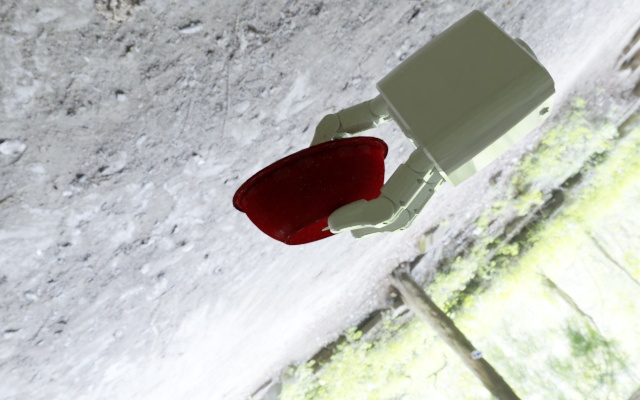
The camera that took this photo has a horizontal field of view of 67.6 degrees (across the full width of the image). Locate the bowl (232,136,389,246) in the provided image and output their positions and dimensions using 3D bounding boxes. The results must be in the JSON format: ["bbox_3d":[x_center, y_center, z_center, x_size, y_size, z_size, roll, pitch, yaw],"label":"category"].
[{"bbox_3d":[-0.001,0.002,0.462,0.162,0.055,0.162,-19,-15,-5],"label":"bowl"}]
